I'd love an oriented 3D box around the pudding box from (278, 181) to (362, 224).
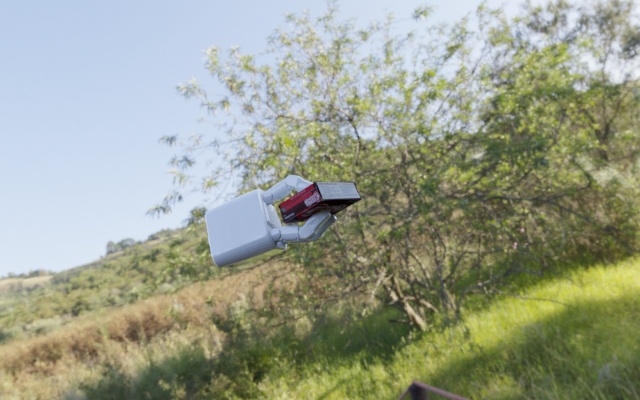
[{"bbox_3d":[0.000,0.002,0.790,0.090,0.039,0.113,-29,-14,35],"label":"pudding box"}]
